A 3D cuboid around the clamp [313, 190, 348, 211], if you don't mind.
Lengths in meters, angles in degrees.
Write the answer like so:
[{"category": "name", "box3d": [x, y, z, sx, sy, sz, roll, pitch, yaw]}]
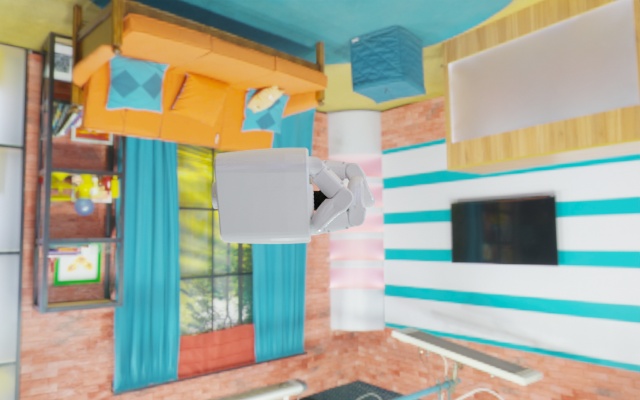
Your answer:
[{"category": "clamp", "box3d": [0.000, 0.003, 0.663, 0.120, 0.039, 0.171, -3, -4, -1]}]
